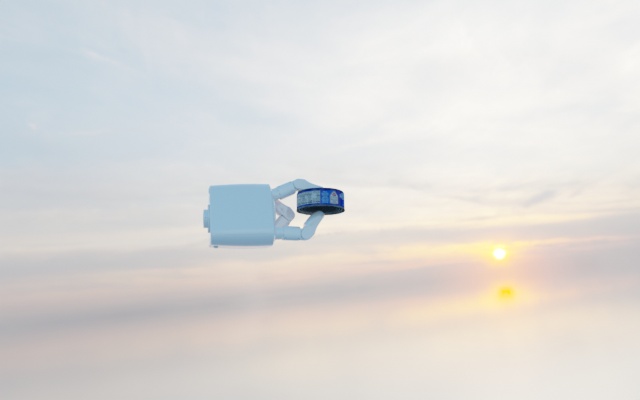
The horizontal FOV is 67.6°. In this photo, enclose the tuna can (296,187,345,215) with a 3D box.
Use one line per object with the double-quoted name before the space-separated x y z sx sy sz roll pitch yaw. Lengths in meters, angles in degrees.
"tuna can" 0.000 0.002 0.837 0.086 0.033 0.086 -1 -12 0
